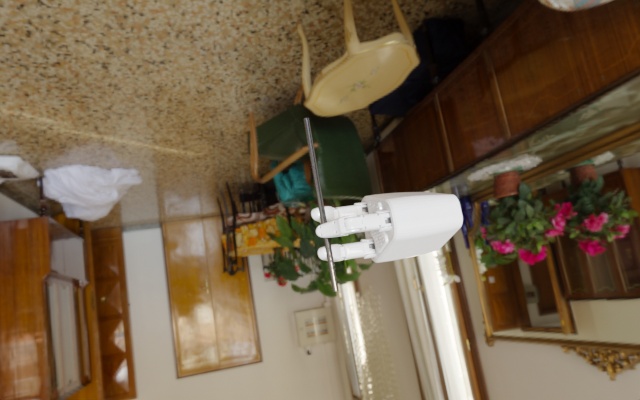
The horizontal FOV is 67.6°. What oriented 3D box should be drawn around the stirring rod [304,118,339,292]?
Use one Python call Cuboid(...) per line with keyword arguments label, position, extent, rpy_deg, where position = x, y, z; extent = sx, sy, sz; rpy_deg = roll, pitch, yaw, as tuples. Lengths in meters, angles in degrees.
Cuboid(label="stirring rod", position=(0.000, 0.002, 0.646), extent=(0.011, 0.239, 0.011), rpy_deg=(-9, -11, -2))
